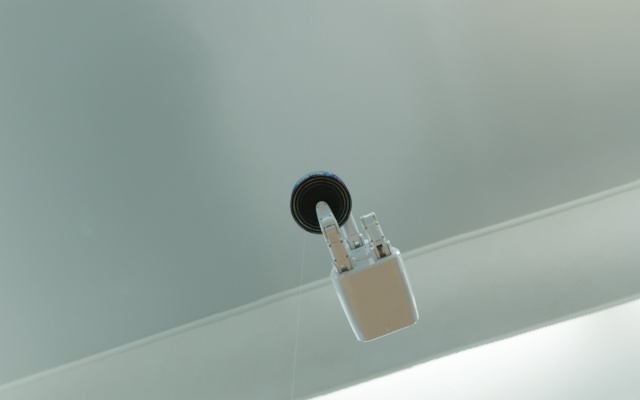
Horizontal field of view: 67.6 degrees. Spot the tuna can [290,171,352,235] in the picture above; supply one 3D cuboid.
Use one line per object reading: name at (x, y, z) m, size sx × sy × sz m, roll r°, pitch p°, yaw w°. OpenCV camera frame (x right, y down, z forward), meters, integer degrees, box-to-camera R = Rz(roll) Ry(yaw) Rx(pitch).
tuna can at (0.000, 0.002, 0.672) m, size 0.086 × 0.086 × 0.033 m, roll 0°, pitch 15°, yaw -3°
